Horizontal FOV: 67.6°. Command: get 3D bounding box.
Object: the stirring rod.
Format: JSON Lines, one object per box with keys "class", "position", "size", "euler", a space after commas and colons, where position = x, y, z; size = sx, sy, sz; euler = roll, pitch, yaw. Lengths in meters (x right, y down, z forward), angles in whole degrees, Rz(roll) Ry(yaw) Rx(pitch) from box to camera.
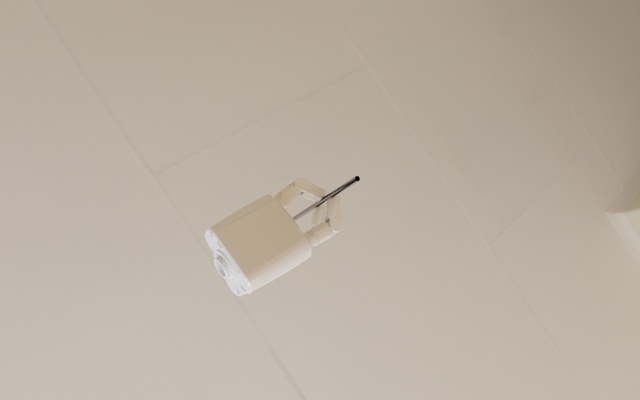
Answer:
{"class": "stirring rod", "position": [0.000, 0.002, 0.749], "size": [0.011, 0.011, 0.239], "euler": [0, -16, -25]}
